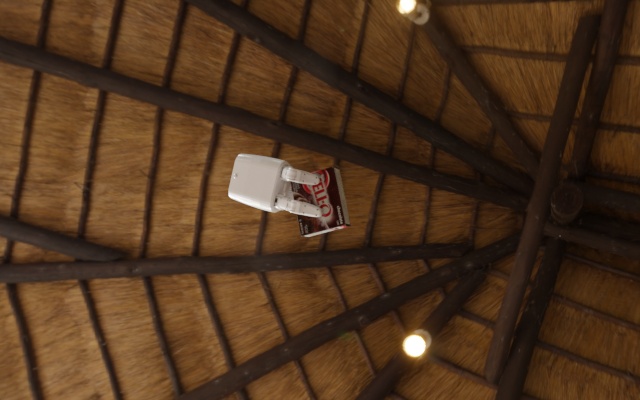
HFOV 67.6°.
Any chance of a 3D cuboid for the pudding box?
[{"bbox_3d":[0.000,0.003,0.875,0.090,0.113,0.039,-16,-10,23],"label":"pudding box"}]
